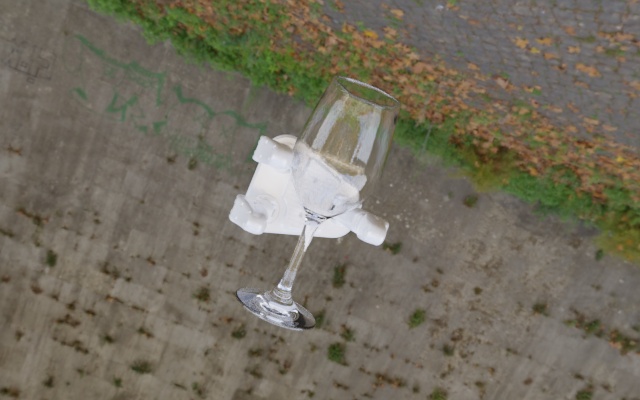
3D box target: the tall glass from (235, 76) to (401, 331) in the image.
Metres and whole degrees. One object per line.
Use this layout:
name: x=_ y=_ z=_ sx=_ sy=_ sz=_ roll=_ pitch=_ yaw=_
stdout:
tall glass: x=0.000 y=0.002 z=0.403 sx=0.079 sy=0.201 sz=0.079 roll=23 pitch=4 yaw=-2
